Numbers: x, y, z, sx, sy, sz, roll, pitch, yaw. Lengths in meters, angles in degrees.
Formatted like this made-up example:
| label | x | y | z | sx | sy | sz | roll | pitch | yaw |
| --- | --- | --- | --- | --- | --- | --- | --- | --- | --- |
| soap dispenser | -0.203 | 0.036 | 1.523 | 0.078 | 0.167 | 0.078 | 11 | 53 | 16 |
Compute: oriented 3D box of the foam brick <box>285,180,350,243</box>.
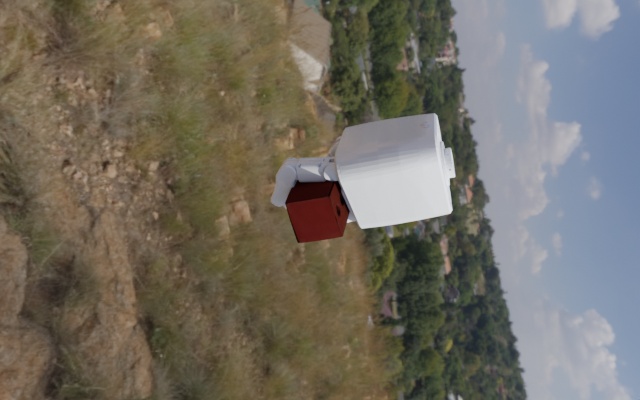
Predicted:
| label | x | y | z | sx | sy | sz | roll | pitch | yaw |
| --- | --- | --- | --- | --- | --- | --- | --- | --- | --- |
| foam brick | 0.000 | 0.002 | 0.527 | 0.051 | 0.053 | 0.078 | -8 | 29 | 17 |
